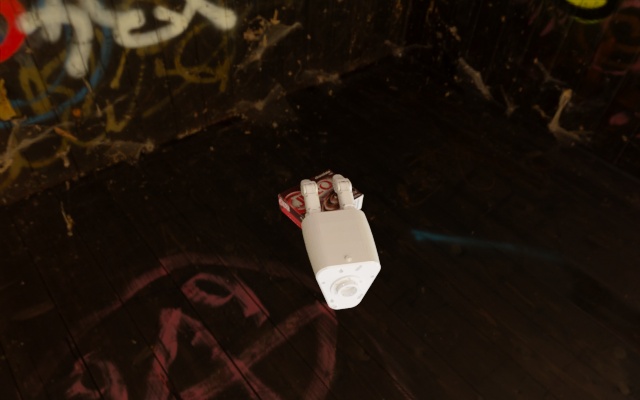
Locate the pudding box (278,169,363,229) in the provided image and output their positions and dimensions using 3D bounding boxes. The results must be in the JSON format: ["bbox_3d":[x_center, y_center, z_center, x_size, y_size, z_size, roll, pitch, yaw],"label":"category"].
[{"bbox_3d":[0.000,0.003,0.797,0.113,0.039,0.090,-27,49,-30],"label":"pudding box"}]
